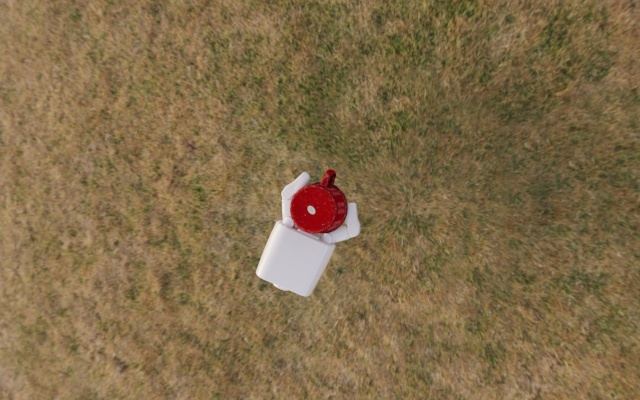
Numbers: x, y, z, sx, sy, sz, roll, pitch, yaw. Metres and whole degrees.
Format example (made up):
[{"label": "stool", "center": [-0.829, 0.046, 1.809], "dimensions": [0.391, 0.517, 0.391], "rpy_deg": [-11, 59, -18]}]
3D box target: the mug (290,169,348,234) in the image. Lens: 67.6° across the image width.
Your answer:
[{"label": "mug", "center": [0.001, 0.001, 0.814], "dimensions": [0.093, 0.117, 0.081], "rpy_deg": [24, 6, 10]}]
